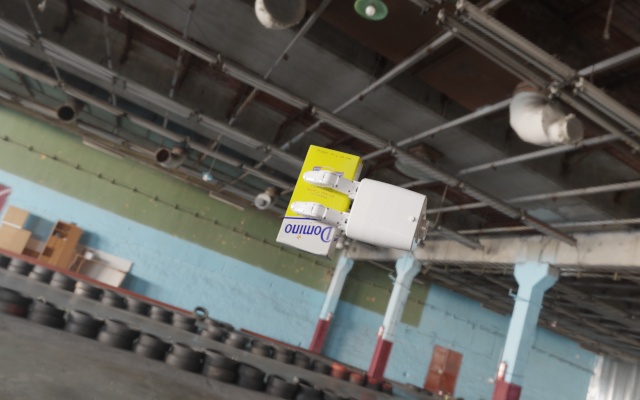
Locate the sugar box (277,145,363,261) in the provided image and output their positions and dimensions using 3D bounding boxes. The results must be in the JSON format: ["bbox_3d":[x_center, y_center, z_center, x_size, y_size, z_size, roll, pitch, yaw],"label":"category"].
[{"bbox_3d":[0.000,0.002,0.802,0.093,0.176,0.048,15,-14,17],"label":"sugar box"}]
